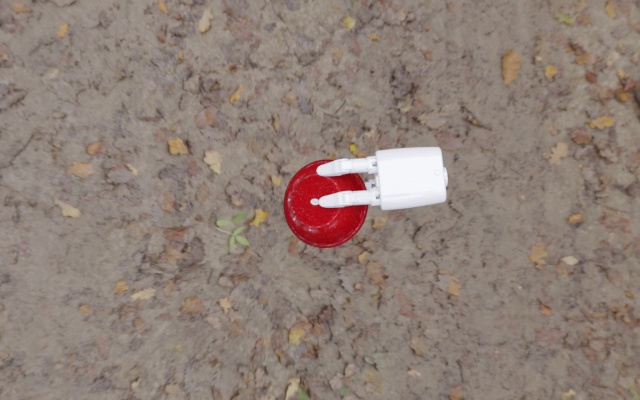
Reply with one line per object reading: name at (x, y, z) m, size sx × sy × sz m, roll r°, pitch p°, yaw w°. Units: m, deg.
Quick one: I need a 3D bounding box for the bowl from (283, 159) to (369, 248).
bowl at (-0.001, 0.003, 0.837) m, size 0.162 × 0.162 × 0.055 m, roll 0°, pitch -5°, yaw 18°
